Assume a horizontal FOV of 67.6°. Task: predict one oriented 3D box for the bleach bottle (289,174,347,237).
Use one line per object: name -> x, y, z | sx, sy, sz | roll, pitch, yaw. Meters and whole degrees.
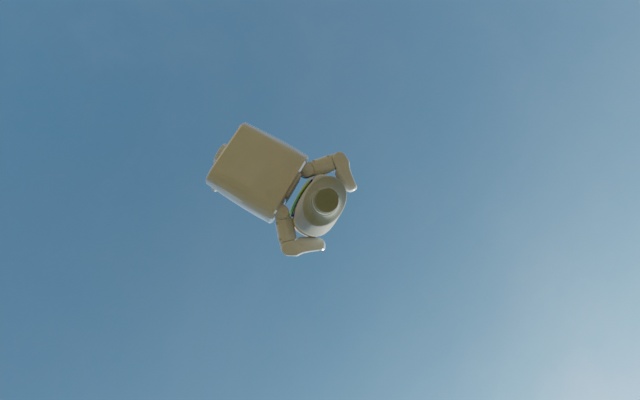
bleach bottle -> 0.000, 0.002, 0.667 | 0.068, 0.102, 0.251 | 30, -7, -2
